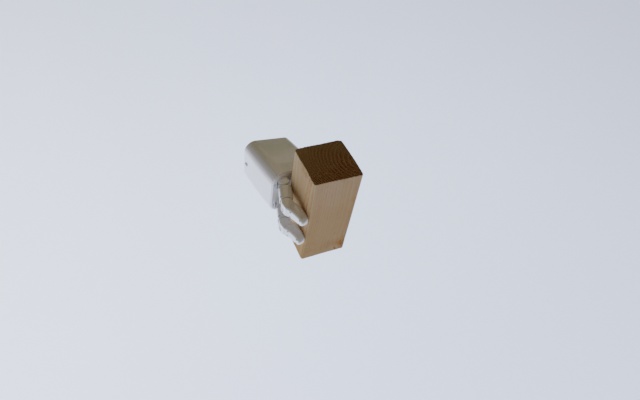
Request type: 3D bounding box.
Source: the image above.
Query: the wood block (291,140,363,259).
[{"bbox_3d":[0.000,0.003,0.865,0.091,0.090,0.206,-14,-37,-21],"label":"wood block"}]
